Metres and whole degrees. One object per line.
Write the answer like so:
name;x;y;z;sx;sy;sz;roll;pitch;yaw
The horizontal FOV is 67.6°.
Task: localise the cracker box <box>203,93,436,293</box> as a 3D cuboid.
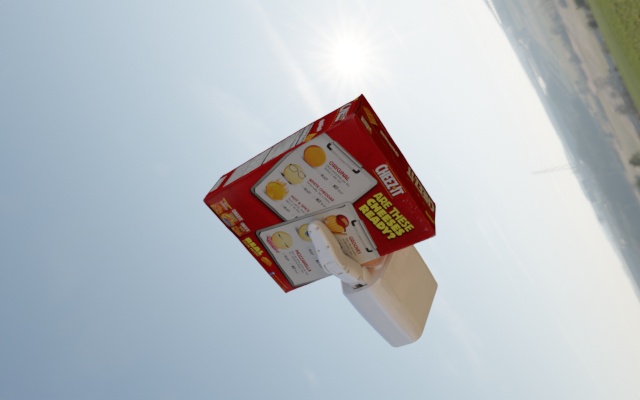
cracker box;0.000;0.002;0.553;0.214;0.164;0.072;-26;24;27
